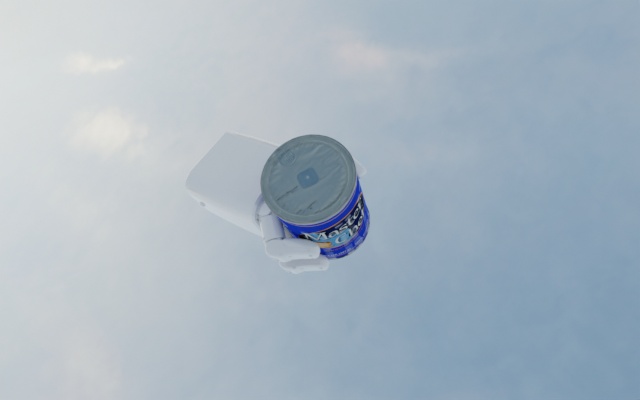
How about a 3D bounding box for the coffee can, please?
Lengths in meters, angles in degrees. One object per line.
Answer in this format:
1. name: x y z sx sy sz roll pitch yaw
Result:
1. coffee can: 0.000 0.002 0.558 0.103 0.102 0.140 0 -22 12
